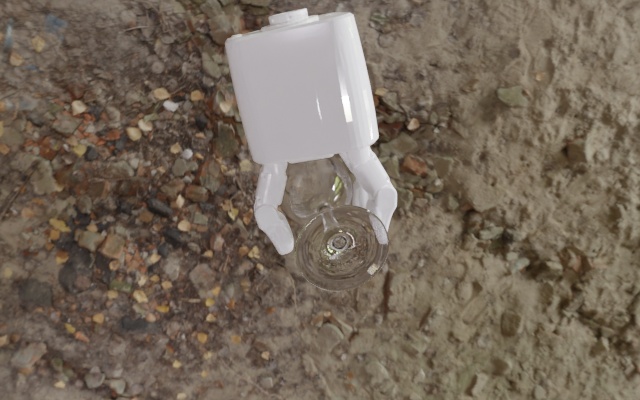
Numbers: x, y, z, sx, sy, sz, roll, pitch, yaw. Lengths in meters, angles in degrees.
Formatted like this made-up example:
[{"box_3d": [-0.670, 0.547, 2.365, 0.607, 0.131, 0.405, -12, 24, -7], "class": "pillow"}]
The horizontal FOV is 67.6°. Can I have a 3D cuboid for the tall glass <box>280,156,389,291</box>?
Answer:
[{"box_3d": [0.000, 0.002, 0.457, 0.079, 0.079, 0.201, 0, 21, -11], "class": "tall glass"}]
